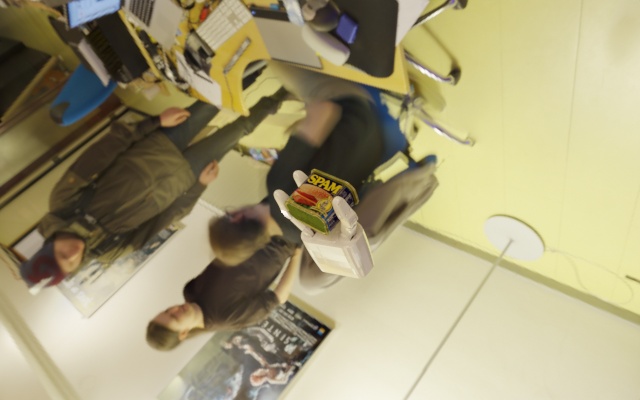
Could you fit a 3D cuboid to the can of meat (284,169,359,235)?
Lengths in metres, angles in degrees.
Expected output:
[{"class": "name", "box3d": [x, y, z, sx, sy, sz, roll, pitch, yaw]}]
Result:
[{"class": "can of meat", "box3d": [0.000, 0.003, 0.830, 0.102, 0.084, 0.057, 25, -28, 36]}]
